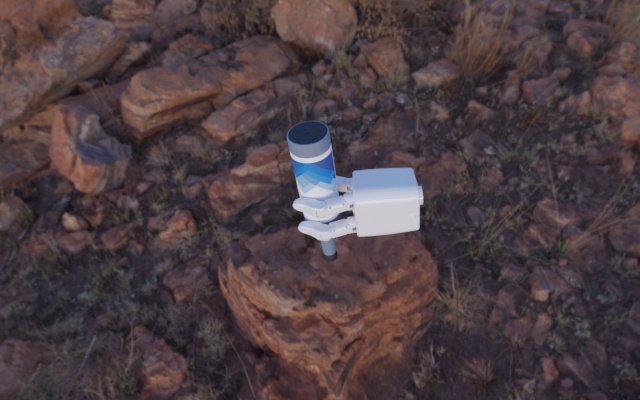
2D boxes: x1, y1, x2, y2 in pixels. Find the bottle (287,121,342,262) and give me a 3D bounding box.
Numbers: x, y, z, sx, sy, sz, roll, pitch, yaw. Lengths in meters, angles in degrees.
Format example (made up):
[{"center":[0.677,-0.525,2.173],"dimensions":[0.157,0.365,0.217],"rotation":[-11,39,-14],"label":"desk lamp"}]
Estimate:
[{"center":[0.000,0.003,0.834],"dimensions":[0.069,0.296,0.069],"rotation":[-6,43,5],"label":"bottle"}]
